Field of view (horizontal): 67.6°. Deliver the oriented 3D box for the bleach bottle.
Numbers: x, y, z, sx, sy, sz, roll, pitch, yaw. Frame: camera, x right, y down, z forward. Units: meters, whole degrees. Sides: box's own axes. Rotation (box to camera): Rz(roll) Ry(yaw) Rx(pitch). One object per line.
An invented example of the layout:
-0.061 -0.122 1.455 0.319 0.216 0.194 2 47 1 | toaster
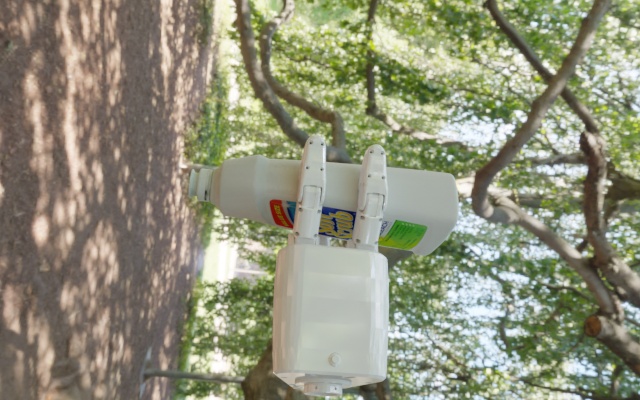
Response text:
0.000 0.001 0.474 0.251 0.068 0.103 6 -27 -8 | bleach bottle
